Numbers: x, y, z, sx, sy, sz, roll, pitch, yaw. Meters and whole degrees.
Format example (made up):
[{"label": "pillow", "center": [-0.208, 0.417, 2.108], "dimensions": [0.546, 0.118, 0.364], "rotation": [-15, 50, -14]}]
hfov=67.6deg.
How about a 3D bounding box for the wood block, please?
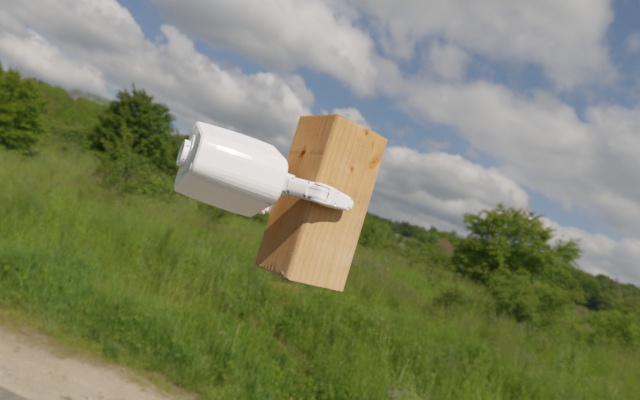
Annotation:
[{"label": "wood block", "center": [0.000, 0.002, 0.621], "dimensions": [0.090, 0.206, 0.091], "rotation": [20, -5, -35]}]
